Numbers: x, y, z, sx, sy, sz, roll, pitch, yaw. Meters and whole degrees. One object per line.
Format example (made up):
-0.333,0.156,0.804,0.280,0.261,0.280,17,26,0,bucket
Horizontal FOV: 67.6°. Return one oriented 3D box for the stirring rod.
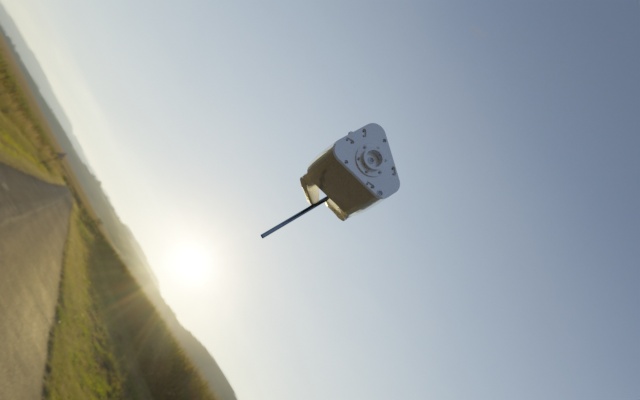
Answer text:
0.000,0.003,0.818,0.239,0.011,0.011,-30,13,-24,stirring rod
